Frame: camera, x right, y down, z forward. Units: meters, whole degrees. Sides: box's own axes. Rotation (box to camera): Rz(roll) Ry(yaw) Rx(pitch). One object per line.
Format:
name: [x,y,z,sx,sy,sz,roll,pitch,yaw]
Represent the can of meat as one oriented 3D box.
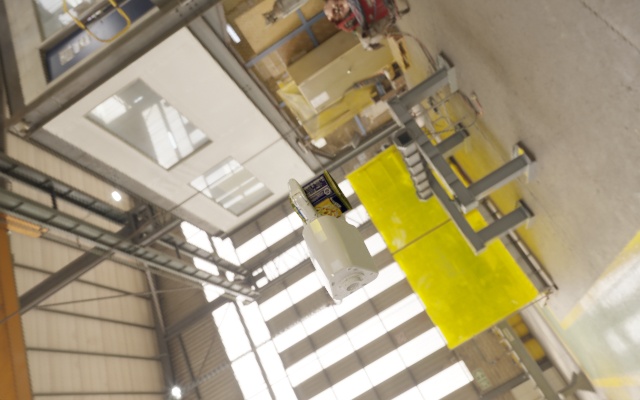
can of meat: [0.000,0.003,0.863,0.084,0.057,0.102,-32,-31,6]
